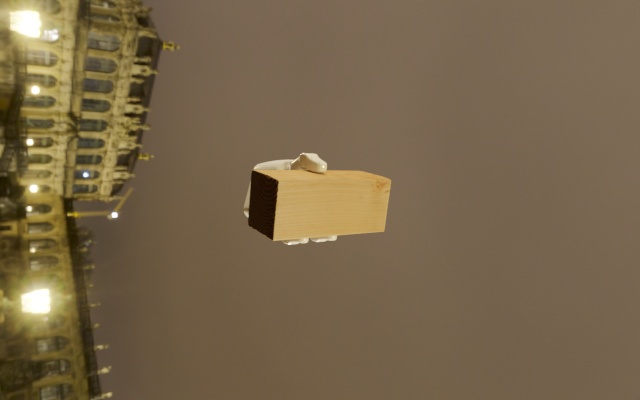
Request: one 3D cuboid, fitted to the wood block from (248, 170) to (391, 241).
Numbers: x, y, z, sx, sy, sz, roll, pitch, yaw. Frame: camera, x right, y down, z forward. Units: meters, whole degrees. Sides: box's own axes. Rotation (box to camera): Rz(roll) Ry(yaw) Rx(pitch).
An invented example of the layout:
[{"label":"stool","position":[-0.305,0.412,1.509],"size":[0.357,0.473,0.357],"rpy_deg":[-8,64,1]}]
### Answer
[{"label":"wood block","position":[0.000,0.002,0.755],"size":[0.206,0.091,0.090],"rpy_deg":[-2,14,-33]}]
